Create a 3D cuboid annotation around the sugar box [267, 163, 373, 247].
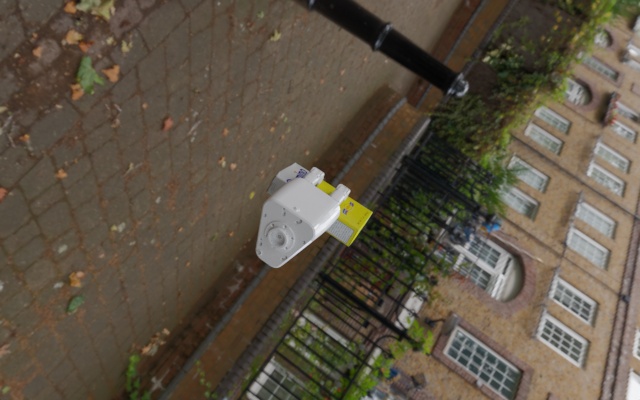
[{"bbox_3d":[0.000,0.003,0.862,0.176,0.048,0.093,35,28,6],"label":"sugar box"}]
